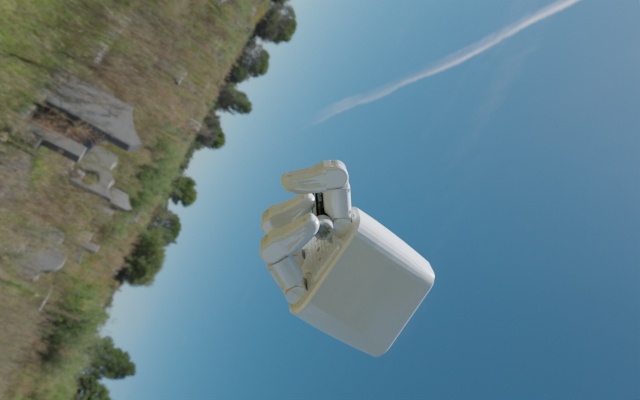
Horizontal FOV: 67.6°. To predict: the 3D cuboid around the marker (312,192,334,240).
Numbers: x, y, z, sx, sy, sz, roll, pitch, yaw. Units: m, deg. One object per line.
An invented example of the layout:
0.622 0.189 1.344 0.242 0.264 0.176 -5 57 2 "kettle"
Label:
0.000 0.002 0.482 0.020 0.020 0.121 0 26 -3 "marker"
